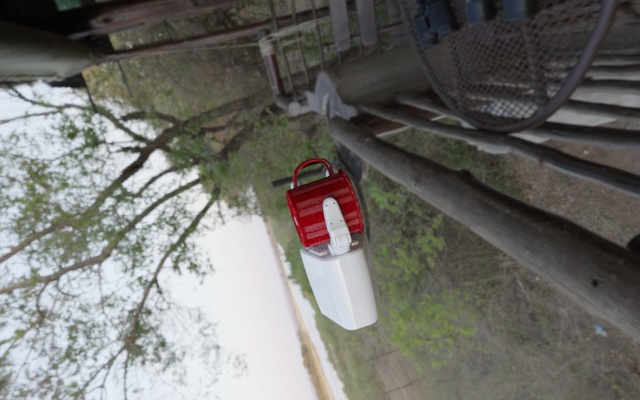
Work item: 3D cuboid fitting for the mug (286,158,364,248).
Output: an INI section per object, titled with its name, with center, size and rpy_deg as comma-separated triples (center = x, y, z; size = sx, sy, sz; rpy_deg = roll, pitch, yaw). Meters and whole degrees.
[mug]
center = -0.001, 0.001, 0.633
size = 0.081, 0.117, 0.093
rpy_deg = -18, 10, -7
